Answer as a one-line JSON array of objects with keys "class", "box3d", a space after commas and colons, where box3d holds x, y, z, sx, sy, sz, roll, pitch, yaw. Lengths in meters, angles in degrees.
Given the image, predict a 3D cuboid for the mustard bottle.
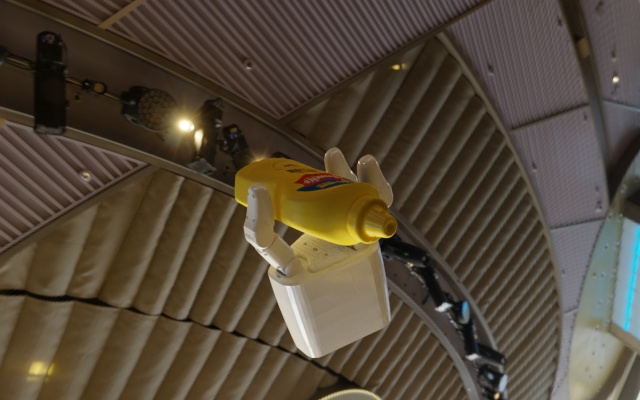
[{"class": "mustard bottle", "box3d": [0.000, 0.001, 0.466, 0.096, 0.058, 0.191, -5, 16, -37]}]
